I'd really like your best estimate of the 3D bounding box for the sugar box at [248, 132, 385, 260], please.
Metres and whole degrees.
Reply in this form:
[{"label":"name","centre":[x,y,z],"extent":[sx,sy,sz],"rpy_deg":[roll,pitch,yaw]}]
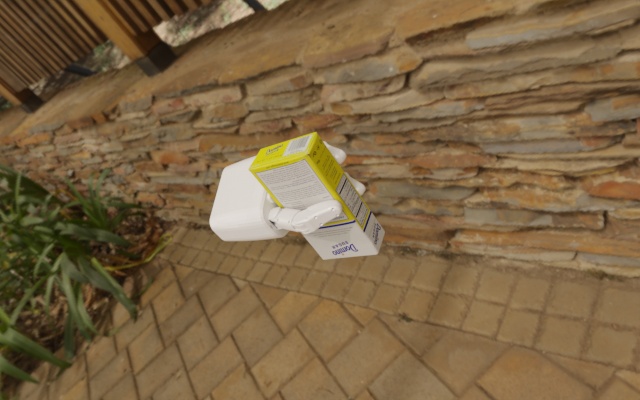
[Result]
[{"label":"sugar box","centre":[0.000,0.002,0.602],"extent":[0.093,0.048,0.176],"rpy_deg":[-10,-48,36]}]
